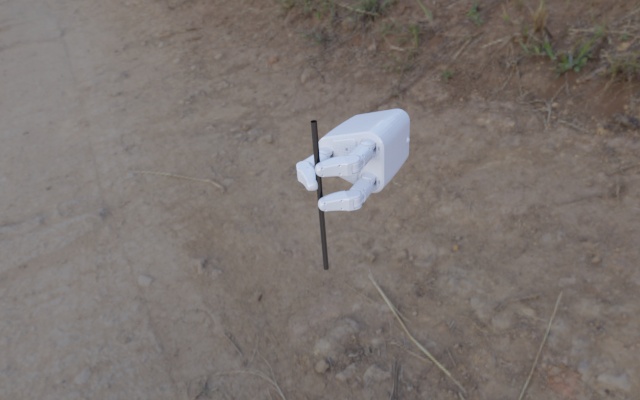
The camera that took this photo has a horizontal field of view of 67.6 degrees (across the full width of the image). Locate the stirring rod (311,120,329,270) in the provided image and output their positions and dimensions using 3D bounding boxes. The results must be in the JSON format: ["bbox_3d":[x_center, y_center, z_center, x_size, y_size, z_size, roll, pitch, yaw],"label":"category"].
[{"bbox_3d":[0.000,0.002,0.661,0.011,0.240,0.011,-3,33,2],"label":"stirring rod"}]
